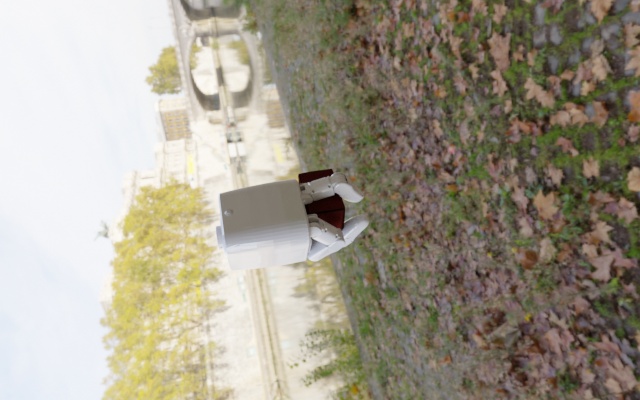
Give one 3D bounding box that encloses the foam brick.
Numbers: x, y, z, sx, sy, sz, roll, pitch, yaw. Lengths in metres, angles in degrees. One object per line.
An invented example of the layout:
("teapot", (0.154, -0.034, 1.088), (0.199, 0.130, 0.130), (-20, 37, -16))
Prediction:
("foam brick", (0.000, 0.002, 0.670), (0.051, 0.078, 0.053), (-9, -40, -8))
